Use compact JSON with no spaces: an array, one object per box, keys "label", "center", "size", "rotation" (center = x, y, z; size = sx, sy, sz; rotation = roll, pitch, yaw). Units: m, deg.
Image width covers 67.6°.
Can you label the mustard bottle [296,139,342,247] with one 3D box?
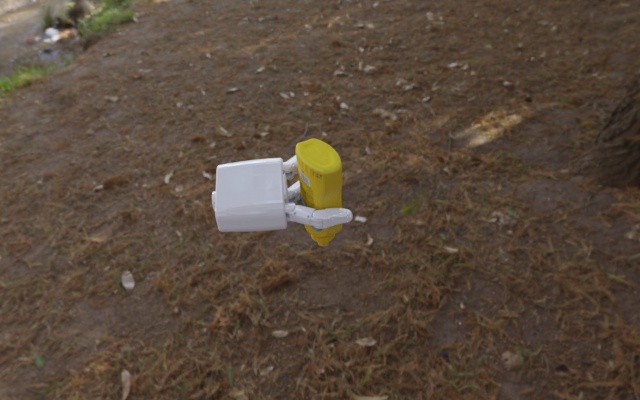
[{"label":"mustard bottle","center":[0.000,0.002,0.775],"size":[0.058,0.192,0.096],"rotation":[-22,44,-21]}]
